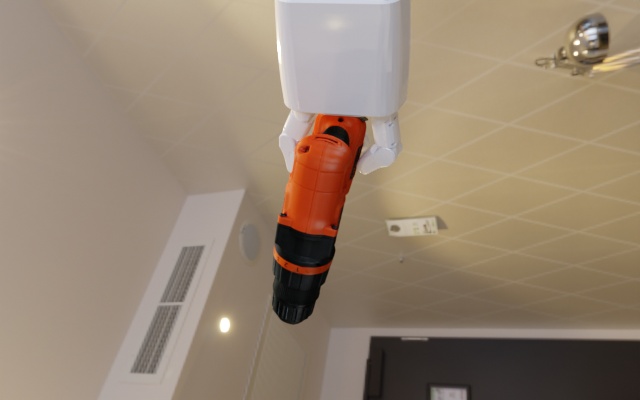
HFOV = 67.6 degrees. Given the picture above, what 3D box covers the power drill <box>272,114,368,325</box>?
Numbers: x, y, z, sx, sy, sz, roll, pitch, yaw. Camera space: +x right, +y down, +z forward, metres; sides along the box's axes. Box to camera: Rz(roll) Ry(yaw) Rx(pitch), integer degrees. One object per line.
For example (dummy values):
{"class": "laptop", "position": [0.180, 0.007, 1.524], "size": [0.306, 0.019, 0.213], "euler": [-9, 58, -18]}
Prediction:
{"class": "power drill", "position": [0.000, 0.001, 0.464], "size": [0.057, 0.184, 0.187], "euler": [15, 30, 1]}
